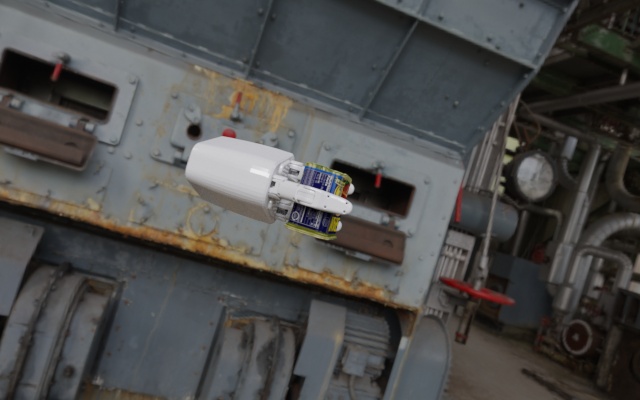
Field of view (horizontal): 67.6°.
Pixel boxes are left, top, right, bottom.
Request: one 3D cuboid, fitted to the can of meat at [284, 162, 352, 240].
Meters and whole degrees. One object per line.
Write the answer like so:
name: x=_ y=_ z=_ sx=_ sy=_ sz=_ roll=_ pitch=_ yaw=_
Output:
can of meat: x=0.000 y=0.002 z=0.608 sx=0.057 sy=0.084 sz=0.102 roll=17 pitch=-1 yaw=11
